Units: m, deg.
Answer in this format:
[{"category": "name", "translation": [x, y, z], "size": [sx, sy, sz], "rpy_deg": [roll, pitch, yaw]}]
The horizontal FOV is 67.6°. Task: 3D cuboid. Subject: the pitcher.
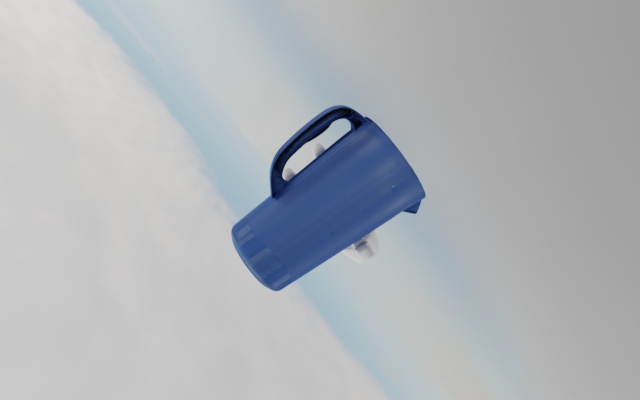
[{"category": "pitcher", "translation": [0.000, 0.002, 0.631], "size": [0.243, 0.149, 0.145], "rpy_deg": [-36, -23, 2]}]
